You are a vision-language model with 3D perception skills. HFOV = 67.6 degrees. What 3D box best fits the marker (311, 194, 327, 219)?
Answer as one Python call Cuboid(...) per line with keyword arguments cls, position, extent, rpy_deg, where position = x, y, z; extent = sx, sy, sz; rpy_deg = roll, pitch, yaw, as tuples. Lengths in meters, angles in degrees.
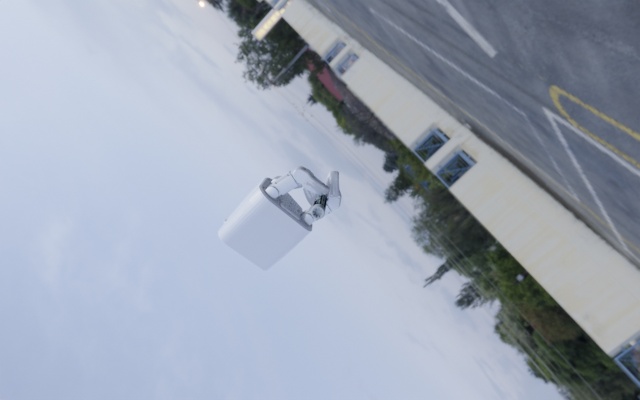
Cuboid(cls="marker", position=(0.000, 0.002, 0.709), extent=(0.020, 0.020, 0.121), rpy_deg=(0, 14, 4))
